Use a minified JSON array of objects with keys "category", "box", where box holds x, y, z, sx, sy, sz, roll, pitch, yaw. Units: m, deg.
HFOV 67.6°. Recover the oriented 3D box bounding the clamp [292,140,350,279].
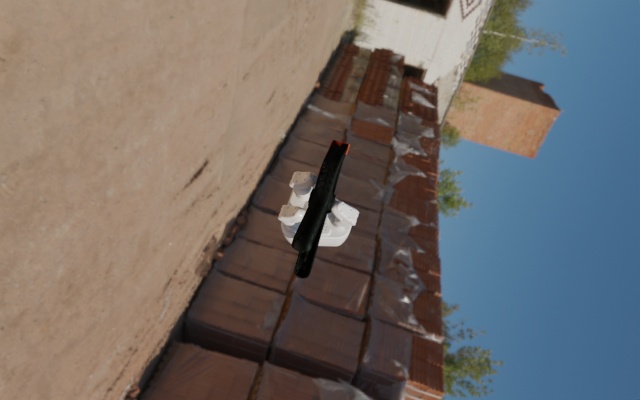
[{"category":"clamp","box":[0.001,0.002,0.682,0.036,0.210,0.164,17,-14,4]}]
